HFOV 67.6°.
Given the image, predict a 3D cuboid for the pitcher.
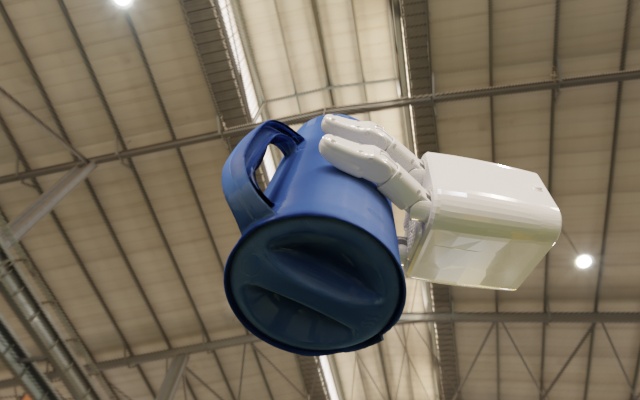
[{"bbox_3d":[0.000,0.002,0.438,0.145,0.149,0.242,9,31,0],"label":"pitcher"}]
